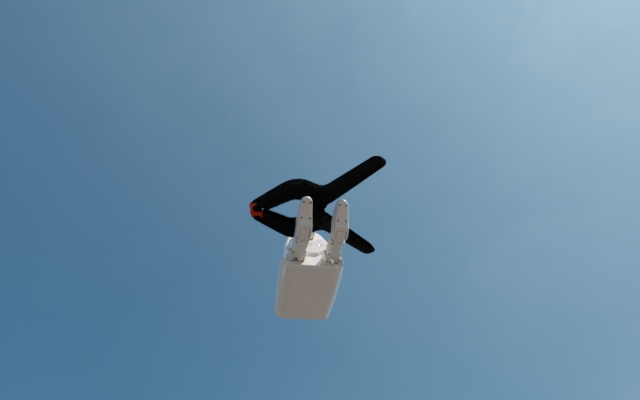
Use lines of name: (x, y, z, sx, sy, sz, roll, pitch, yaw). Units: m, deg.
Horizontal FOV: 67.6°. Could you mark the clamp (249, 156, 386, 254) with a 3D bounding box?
clamp: (-0.001, 0.002, 0.725, 0.210, 0.165, 0.036, 5, 22, -15)
